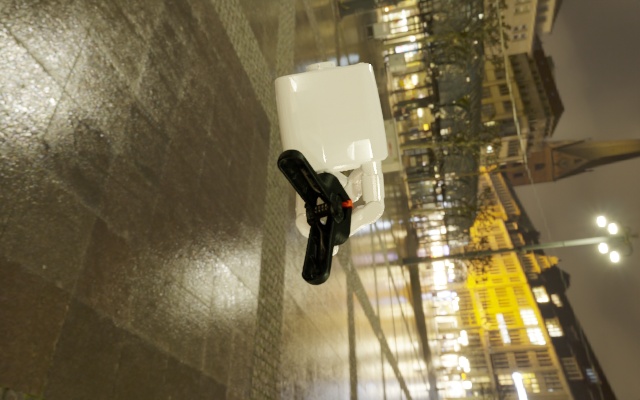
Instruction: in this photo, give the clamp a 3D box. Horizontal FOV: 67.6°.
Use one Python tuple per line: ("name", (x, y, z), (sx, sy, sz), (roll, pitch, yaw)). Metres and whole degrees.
("clamp", (0.001, 0.002, 0.481), (0.039, 0.120, 0.171), (-7, 10, 12))
